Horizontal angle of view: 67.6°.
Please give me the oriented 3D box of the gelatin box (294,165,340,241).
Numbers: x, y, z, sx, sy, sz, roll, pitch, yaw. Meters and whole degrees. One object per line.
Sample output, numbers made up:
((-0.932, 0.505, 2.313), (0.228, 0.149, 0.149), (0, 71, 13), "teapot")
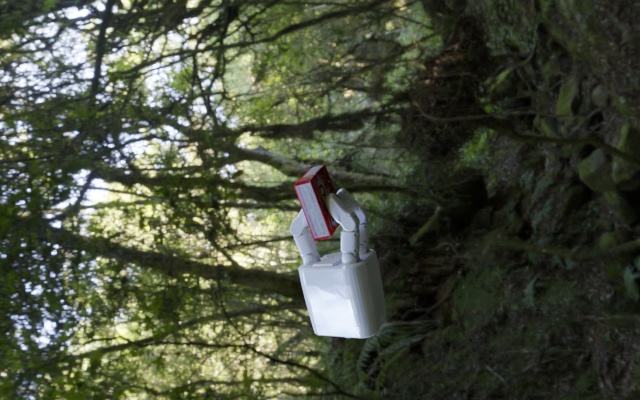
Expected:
((0.000, 0.002, 0.680), (0.030, 0.089, 0.073), (-14, 17, 23), "gelatin box")
